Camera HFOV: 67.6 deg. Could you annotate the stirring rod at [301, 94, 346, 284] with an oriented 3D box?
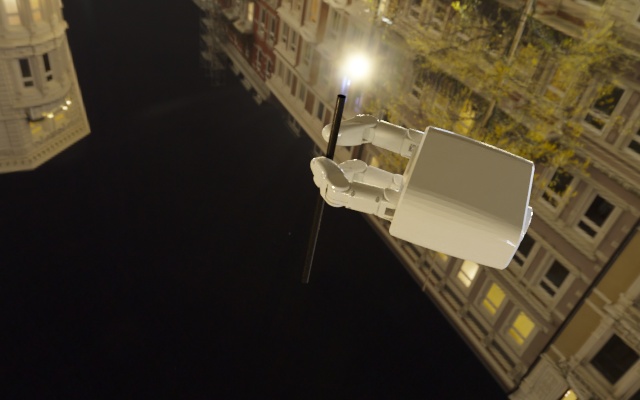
[{"bbox_3d":[0.000,0.002,0.497,0.011,0.240,0.011,7,37,-5],"label":"stirring rod"}]
